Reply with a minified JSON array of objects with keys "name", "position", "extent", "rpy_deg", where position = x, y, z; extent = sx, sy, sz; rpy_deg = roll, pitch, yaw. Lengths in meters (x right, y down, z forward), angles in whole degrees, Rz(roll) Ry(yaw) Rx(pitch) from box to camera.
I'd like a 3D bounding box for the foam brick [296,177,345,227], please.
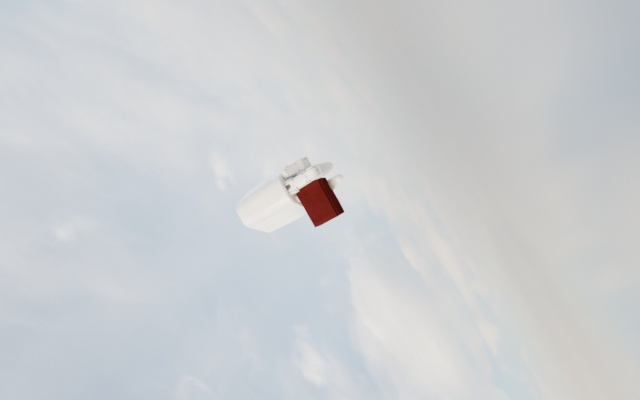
[{"name":"foam brick","position":[0.000,0.003,0.873],"extent":[0.051,0.078,0.053],"rpy_deg":[-30,-5,15]}]
